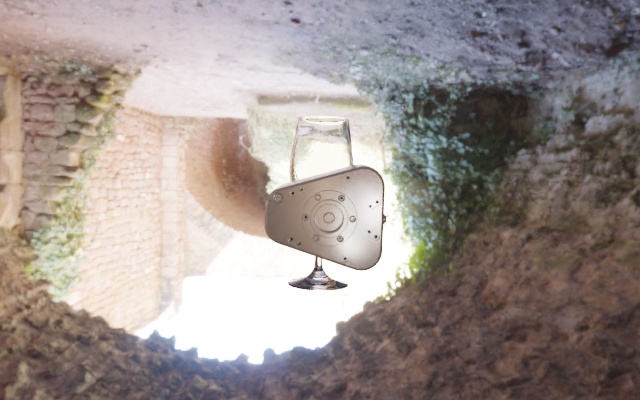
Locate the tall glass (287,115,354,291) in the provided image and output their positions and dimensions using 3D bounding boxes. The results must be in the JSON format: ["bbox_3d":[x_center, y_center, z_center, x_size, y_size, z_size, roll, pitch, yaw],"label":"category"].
[{"bbox_3d":[0.000,0.003,0.573,0.079,0.201,0.079,2,2,0],"label":"tall glass"}]
